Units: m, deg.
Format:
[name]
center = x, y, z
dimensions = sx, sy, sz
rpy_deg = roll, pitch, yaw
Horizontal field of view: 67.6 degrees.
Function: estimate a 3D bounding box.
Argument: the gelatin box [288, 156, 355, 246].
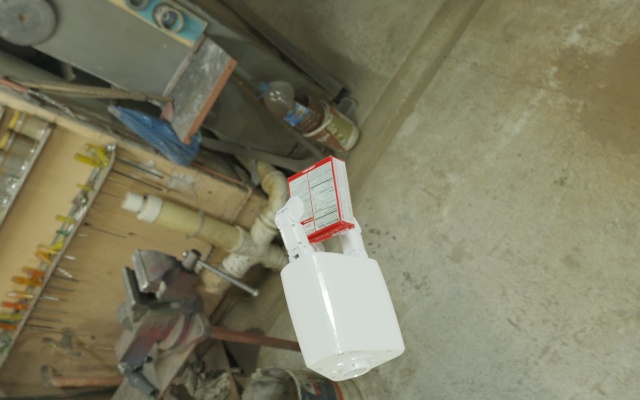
[gelatin box]
center = 0.000, 0.001, 0.570
dimensions = 0.073, 0.089, 0.030
rpy_deg = -26, -28, 35
